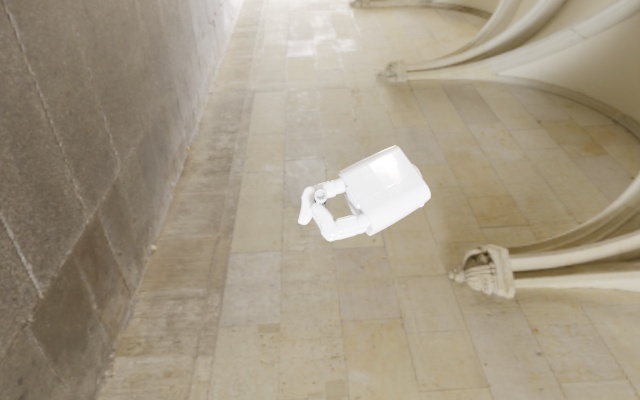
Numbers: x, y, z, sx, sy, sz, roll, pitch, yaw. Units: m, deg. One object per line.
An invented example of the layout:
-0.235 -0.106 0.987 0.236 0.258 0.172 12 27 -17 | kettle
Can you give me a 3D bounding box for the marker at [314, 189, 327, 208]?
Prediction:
0.000 0.003 0.759 0.020 0.020 0.121 0 -10 0 | marker
